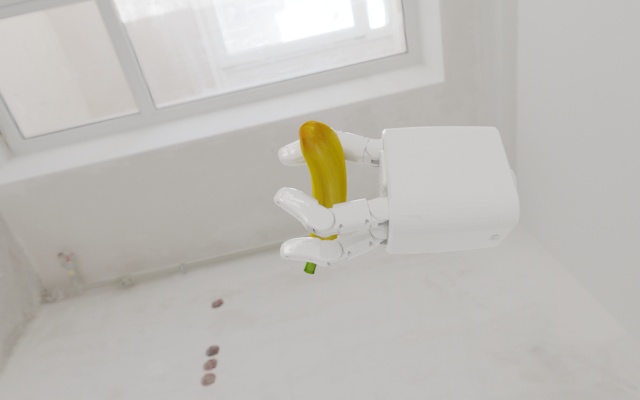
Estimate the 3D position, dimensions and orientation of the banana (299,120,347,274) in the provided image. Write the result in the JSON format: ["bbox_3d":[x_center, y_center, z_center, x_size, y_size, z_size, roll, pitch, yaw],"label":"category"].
[{"bbox_3d":[0.004,-0.009,0.461,0.037,0.069,0.198,9,-43,10],"label":"banana"}]
